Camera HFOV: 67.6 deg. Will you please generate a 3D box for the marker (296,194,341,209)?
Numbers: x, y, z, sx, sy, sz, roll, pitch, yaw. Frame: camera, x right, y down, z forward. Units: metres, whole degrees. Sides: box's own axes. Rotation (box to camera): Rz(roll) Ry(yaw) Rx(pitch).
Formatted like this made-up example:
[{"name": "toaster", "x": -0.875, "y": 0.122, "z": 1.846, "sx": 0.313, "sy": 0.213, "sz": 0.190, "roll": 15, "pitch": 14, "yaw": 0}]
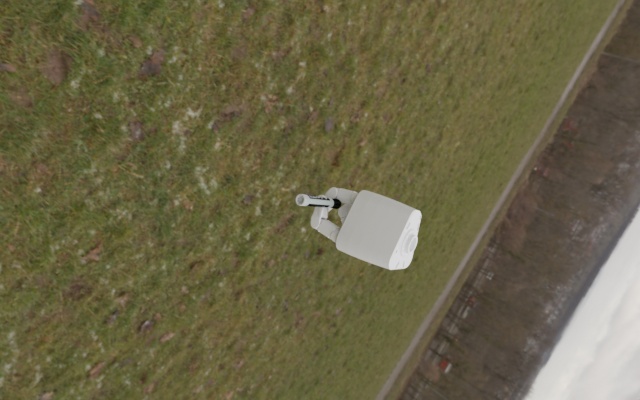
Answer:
[{"name": "marker", "x": 0.000, "y": 0.003, "z": 0.806, "sx": 0.020, "sy": 0.020, "sz": 0.121, "roll": 0, "pitch": -4, "yaw": 33}]
